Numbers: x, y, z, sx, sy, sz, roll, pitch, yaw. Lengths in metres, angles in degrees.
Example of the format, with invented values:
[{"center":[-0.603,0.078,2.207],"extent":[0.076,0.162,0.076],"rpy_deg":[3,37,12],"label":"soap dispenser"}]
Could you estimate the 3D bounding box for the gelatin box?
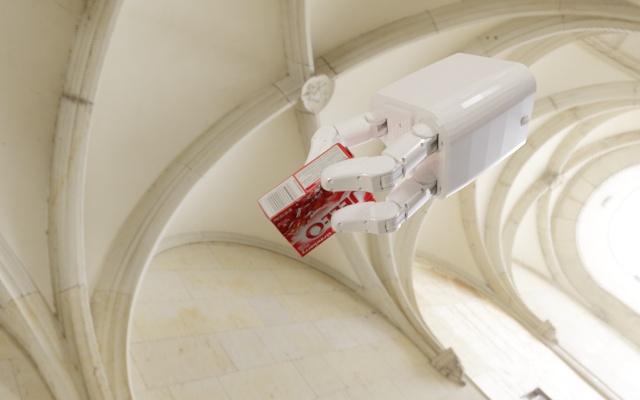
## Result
[{"center":[0.000,0.001,0.424],"extent":[0.089,0.030,0.073],"rpy_deg":[-36,-38,-2],"label":"gelatin box"}]
